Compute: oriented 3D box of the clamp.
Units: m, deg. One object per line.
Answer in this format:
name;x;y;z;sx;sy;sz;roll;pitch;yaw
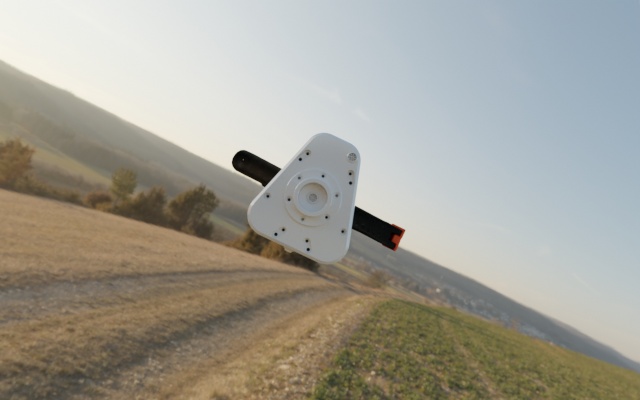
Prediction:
clamp;0.001;0.001;0.582;0.210;0.036;0.164;26;-2;0
